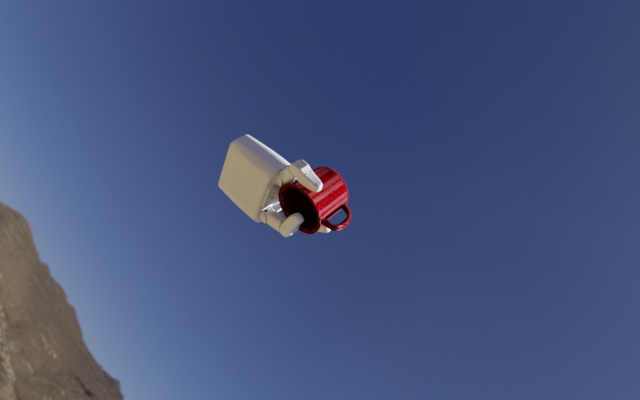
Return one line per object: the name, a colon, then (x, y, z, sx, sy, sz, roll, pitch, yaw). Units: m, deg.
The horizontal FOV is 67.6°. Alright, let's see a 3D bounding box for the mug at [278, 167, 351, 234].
mug: (0.001, 0.003, 0.782, 0.117, 0.093, 0.081, 39, 52, 21)
